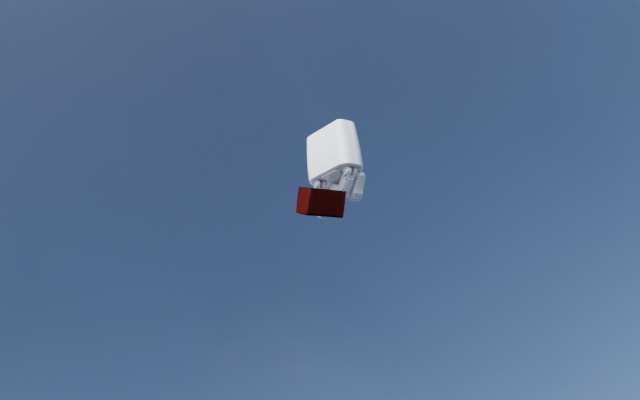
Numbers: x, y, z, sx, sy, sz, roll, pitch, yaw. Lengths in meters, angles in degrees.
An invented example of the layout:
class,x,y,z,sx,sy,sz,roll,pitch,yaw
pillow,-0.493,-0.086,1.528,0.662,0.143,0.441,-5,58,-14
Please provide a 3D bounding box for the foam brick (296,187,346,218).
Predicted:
class,x,y,z,sx,sy,sz,roll,pitch,yaw
foam brick,0.000,0.003,0.899,0.078,0.051,0.053,5,2,-29
